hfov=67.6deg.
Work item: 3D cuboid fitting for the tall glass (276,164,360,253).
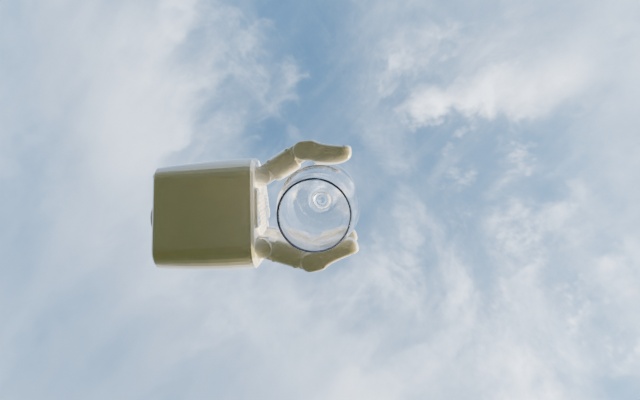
[{"bbox_3d":[0.000,0.001,0.484,0.079,0.079,0.201,0,6,3],"label":"tall glass"}]
